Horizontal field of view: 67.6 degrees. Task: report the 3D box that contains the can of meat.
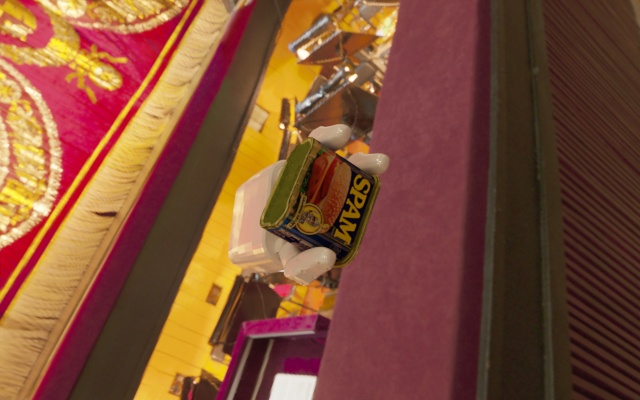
[{"bbox_3d":[0.000,0.001,0.460,0.084,0.102,0.057,31,-23,-24],"label":"can of meat"}]
